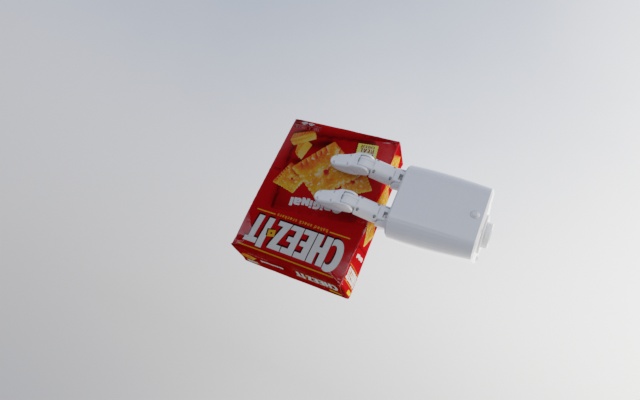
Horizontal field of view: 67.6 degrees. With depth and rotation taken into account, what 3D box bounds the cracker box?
[{"bbox_3d":[0.000,0.002,0.656,0.164,0.213,0.072,17,-21,21],"label":"cracker box"}]
